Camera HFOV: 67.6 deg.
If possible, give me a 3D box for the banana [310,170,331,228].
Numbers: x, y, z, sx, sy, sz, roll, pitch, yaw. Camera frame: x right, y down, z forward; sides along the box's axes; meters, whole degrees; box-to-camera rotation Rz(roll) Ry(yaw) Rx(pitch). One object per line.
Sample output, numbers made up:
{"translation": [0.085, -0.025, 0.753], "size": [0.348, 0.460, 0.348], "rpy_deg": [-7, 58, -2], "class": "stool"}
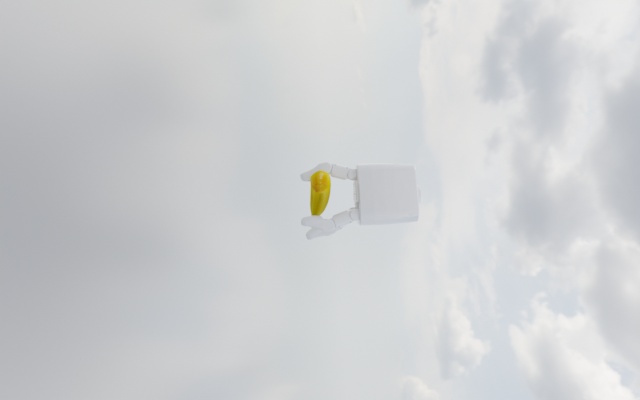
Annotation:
{"translation": [0.000, -0.013, 0.836], "size": [0.037, 0.069, 0.198], "rpy_deg": [1, -22, -1], "class": "banana"}
